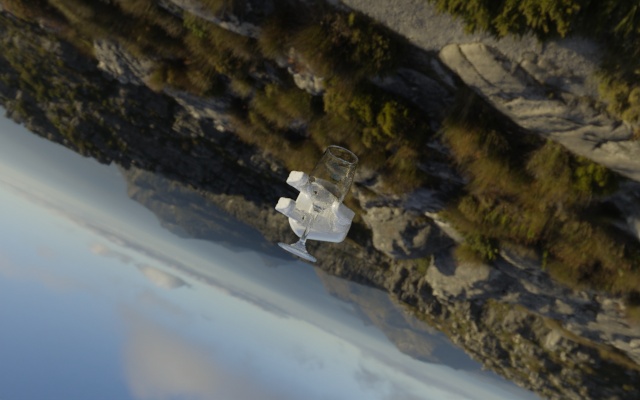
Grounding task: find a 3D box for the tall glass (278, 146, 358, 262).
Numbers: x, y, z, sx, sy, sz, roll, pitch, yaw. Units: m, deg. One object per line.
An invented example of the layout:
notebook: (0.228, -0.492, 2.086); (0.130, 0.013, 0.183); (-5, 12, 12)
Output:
tall glass: (0.000, 0.003, 0.853); (0.079, 0.201, 0.079); (24, -13, 6)
